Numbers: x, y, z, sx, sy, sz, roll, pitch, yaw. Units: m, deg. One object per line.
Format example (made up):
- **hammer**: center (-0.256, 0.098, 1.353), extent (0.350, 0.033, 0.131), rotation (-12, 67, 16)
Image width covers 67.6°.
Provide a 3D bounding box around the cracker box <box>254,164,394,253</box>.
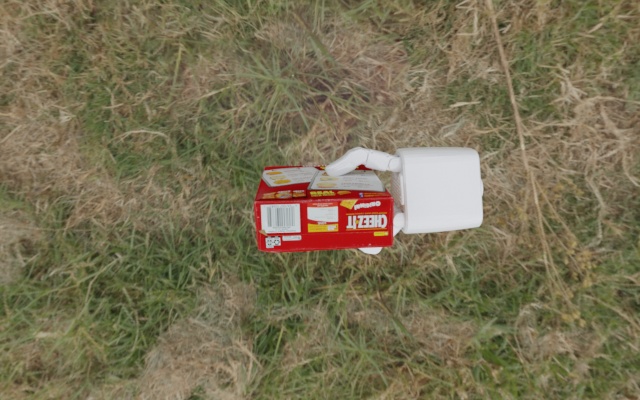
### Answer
- **cracker box**: center (0.000, 0.002, 0.656), extent (0.164, 0.072, 0.213), rotation (-2, 15, -3)
